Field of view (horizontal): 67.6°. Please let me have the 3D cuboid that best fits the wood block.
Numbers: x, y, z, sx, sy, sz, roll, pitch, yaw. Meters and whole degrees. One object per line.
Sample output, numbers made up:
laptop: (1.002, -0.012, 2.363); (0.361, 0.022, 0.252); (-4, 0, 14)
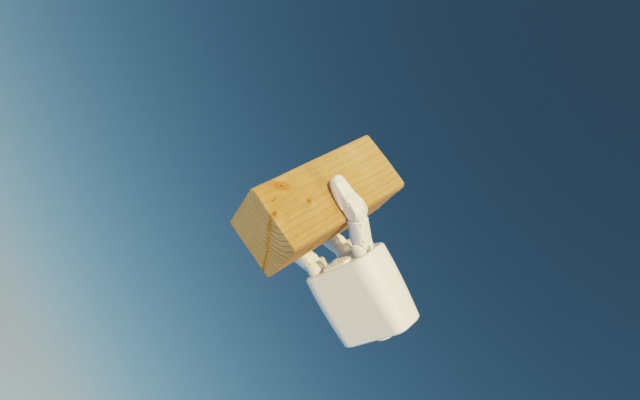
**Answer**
wood block: (0.000, 0.002, 0.627); (0.206, 0.090, 0.091); (-29, -11, -37)
